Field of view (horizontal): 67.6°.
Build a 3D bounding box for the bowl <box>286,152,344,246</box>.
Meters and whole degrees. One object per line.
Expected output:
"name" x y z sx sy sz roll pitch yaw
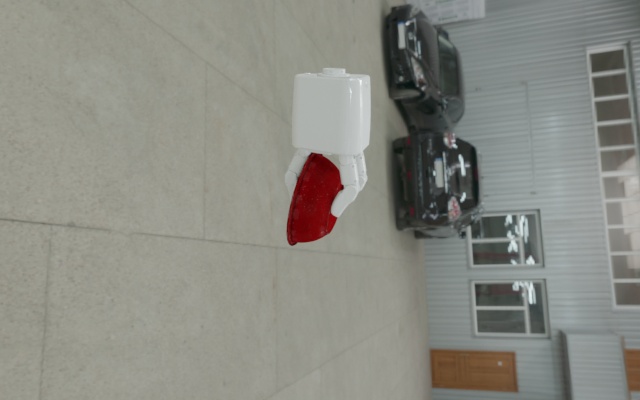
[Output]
"bowl" 0.000 0.004 0.765 0.055 0.162 0.162 16 3 11
